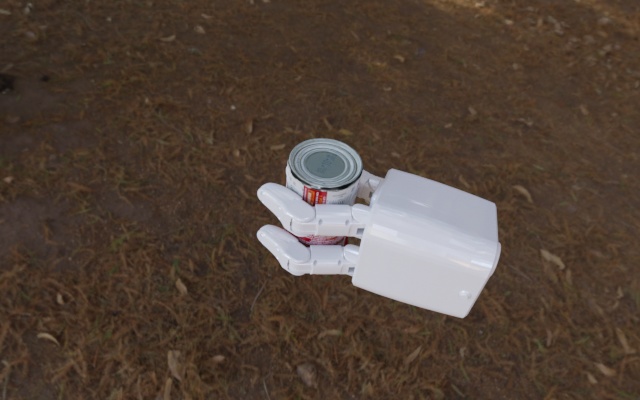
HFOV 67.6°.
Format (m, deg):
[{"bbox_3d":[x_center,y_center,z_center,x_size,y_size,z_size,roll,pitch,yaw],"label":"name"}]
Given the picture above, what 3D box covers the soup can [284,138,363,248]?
[{"bbox_3d":[0.000,0.001,0.450,0.068,0.068,0.102,0,-44,-7],"label":"soup can"}]
